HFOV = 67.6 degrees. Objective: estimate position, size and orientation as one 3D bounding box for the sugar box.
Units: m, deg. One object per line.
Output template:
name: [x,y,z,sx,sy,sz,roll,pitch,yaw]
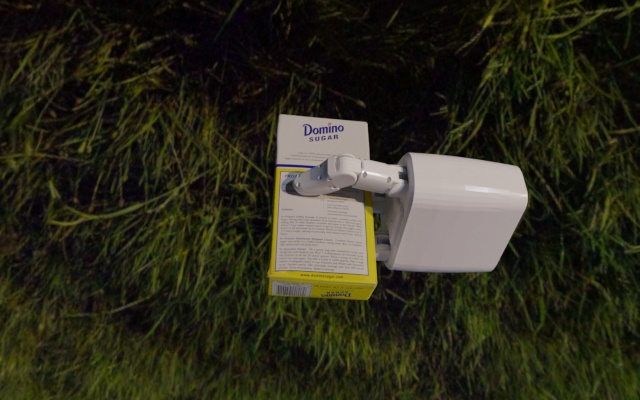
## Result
sugar box: [0.000,0.002,0.450,0.093,0.176,0.048,5,-34,-6]
